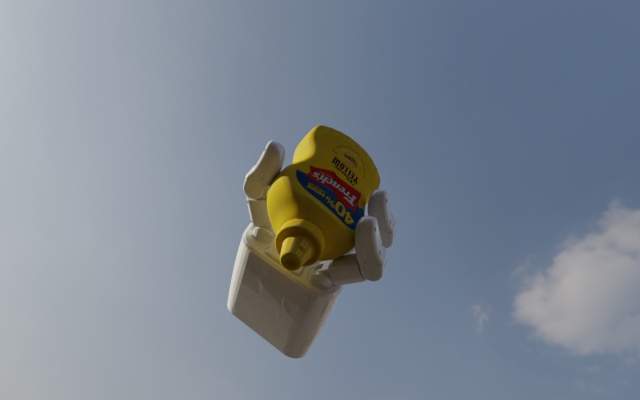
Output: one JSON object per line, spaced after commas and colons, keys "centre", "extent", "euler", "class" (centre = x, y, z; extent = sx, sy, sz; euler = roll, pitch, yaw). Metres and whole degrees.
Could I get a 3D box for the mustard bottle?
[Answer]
{"centre": [0.000, 0.001, 0.452], "extent": [0.058, 0.096, 0.191], "euler": [-41, 12, 32], "class": "mustard bottle"}
